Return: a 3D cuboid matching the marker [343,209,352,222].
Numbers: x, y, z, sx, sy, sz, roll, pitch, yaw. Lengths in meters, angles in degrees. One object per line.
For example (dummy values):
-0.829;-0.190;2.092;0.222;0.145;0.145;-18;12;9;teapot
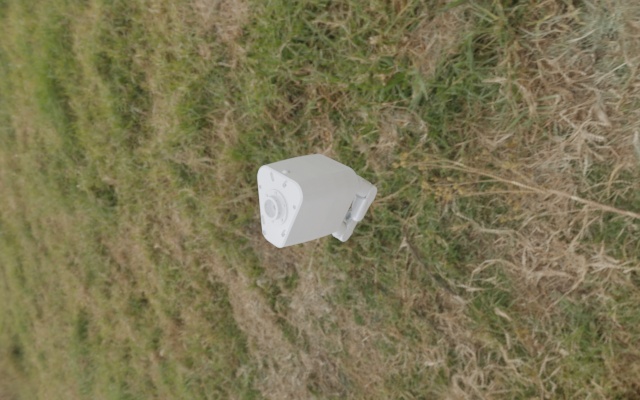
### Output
0.000;0.002;0.746;0.121;0.020;0.020;27;17;39;marker
